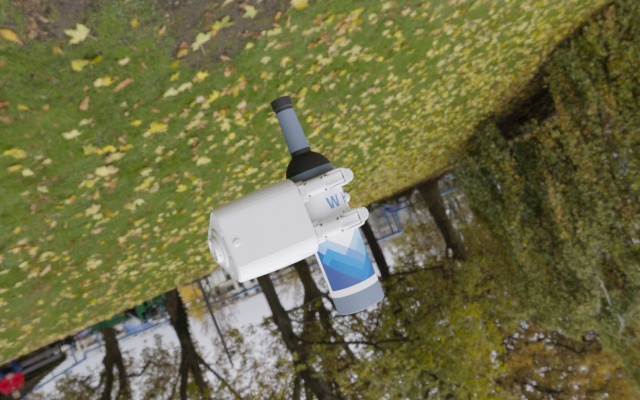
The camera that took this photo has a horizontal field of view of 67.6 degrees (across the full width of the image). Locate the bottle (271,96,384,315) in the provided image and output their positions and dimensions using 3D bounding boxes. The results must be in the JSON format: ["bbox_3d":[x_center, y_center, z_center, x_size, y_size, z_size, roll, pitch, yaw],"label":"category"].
[{"bbox_3d":[0.000,0.002,0.638,0.069,0.295,0.069,-22,0,0],"label":"bottle"}]
